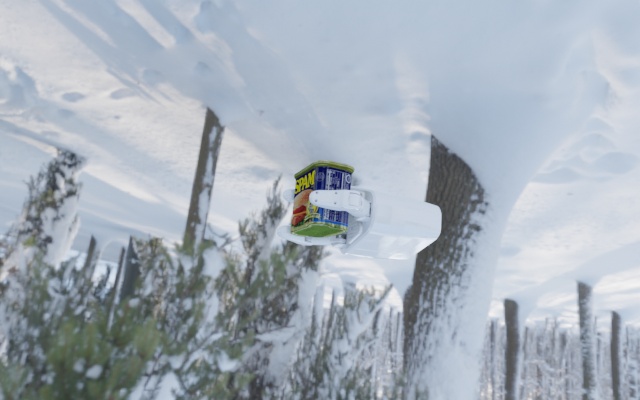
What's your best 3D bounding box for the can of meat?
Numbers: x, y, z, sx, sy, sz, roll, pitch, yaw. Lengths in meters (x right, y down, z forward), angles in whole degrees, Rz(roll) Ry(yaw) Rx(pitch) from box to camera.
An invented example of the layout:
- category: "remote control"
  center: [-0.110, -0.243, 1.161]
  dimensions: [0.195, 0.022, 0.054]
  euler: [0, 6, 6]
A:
- category: "can of meat"
  center: [0.000, 0.002, 0.633]
  dimensions: [0.057, 0.084, 0.102]
  euler: [11, -15, -23]
